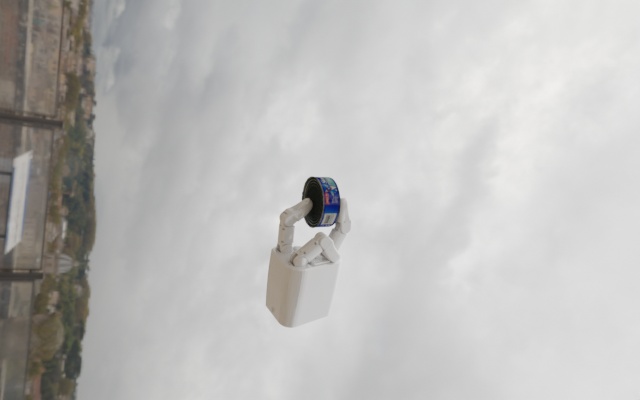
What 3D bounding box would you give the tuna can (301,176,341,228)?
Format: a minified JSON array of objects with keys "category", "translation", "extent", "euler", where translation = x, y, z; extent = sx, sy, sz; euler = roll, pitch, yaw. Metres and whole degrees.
[{"category":"tuna can","translation":[0.001,0.003,0.798],"extent":[0.034,0.086,0.086],"euler":[-1,0,-26]}]
